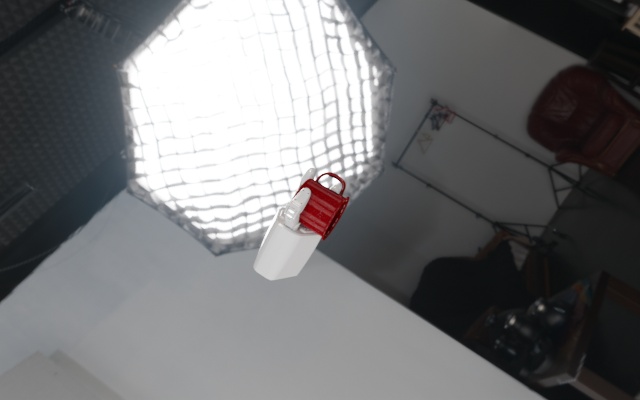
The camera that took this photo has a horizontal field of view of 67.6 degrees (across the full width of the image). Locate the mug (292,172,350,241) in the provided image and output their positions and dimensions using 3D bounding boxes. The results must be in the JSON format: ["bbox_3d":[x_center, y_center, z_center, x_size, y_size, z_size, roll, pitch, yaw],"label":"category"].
[{"bbox_3d":[0.001,0.002,0.865,0.081,0.117,0.093,31,14,10],"label":"mug"}]
